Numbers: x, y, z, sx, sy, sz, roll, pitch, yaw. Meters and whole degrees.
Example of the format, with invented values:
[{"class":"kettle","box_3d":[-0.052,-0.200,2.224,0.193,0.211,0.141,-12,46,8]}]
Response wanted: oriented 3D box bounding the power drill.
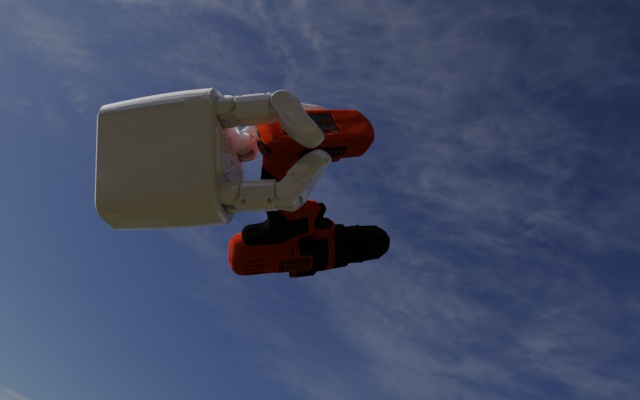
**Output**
[{"class":"power drill","box_3d":[0.000,0.001,0.488,0.184,0.188,0.057,-5,39,-18]}]
